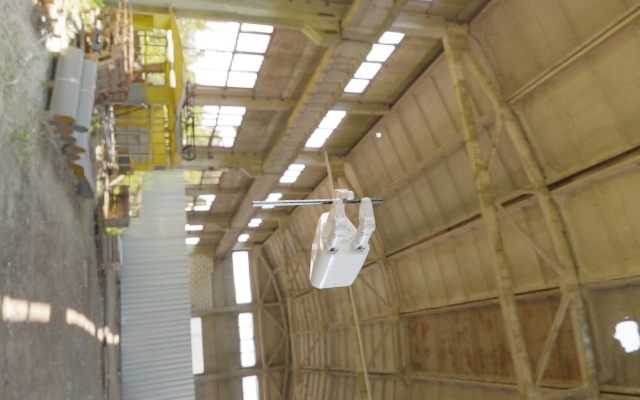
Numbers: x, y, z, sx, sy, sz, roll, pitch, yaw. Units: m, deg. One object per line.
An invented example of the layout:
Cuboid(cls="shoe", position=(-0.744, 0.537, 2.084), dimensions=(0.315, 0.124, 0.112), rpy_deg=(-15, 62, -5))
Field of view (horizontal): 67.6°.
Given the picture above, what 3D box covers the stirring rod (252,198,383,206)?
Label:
Cuboid(cls="stirring rod", position=(0.000, 0.003, 0.835), dimensions=(0.239, 0.011, 0.011), rpy_deg=(-1, 0, -20))
